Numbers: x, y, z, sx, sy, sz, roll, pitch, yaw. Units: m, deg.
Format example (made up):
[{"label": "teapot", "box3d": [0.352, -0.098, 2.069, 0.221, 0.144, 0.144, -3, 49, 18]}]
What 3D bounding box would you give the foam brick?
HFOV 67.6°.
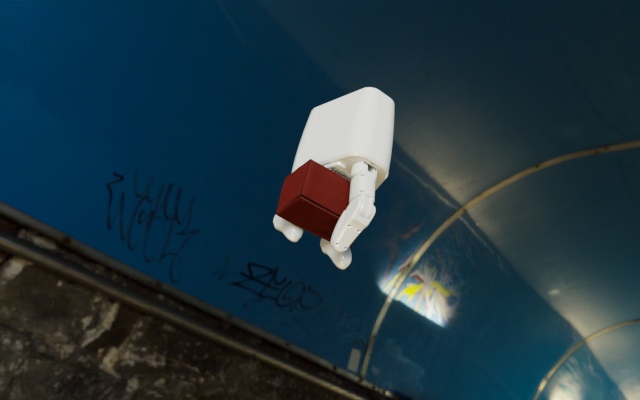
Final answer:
[{"label": "foam brick", "box3d": [0.000, 0.002, 0.519, 0.078, 0.051, 0.053, 29, -37, -25]}]
